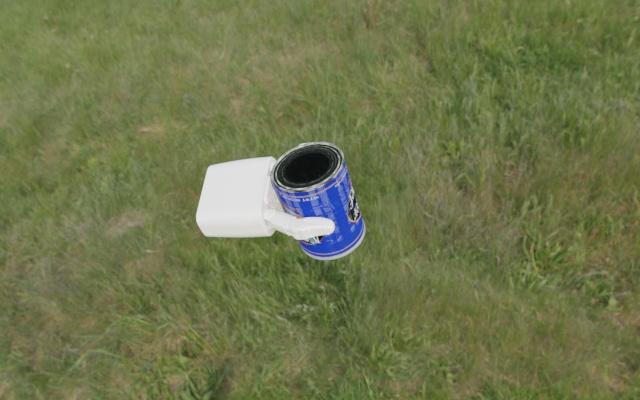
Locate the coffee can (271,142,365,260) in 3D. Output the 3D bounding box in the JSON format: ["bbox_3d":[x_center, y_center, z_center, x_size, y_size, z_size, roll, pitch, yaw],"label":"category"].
[{"bbox_3d":[0.000,0.002,0.685,0.103,0.140,0.102,-11,41,10],"label":"coffee can"}]
